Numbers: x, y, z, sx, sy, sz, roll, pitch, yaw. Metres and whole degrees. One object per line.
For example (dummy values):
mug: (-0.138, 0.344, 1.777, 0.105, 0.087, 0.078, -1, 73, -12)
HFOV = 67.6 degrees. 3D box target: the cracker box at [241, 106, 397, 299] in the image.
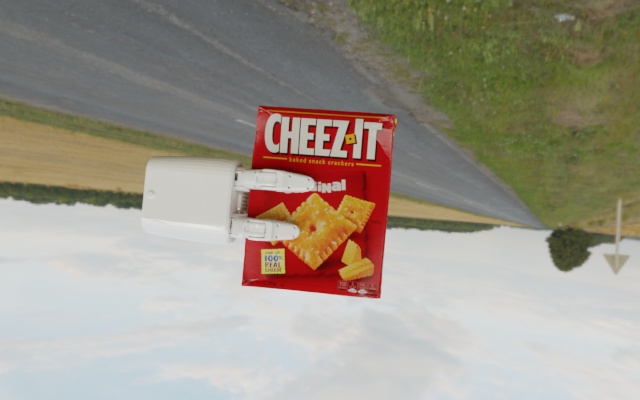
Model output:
cracker box: (0.000, 0.002, 0.571, 0.164, 0.213, 0.072, 5, -1, 7)
